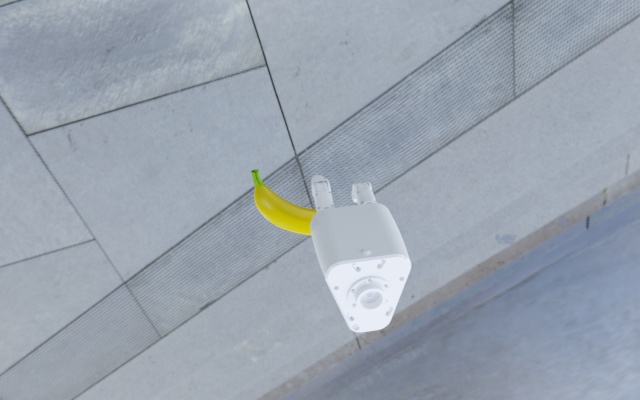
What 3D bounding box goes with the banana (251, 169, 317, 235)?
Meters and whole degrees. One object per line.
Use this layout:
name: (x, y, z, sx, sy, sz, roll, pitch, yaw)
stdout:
banana: (-0.009, 0.017, 0.667, 0.198, 0.070, 0.037, 16, 23, -15)
